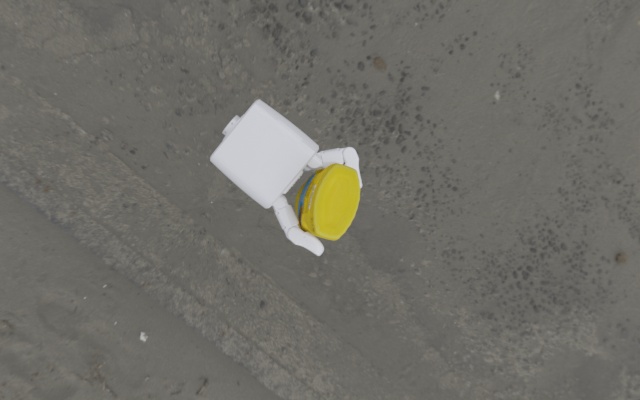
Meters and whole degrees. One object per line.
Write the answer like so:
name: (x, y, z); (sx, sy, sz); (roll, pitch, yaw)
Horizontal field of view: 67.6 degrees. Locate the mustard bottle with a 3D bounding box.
mustard bottle: (0.000, 0.002, 0.682); (0.058, 0.096, 0.191); (15, -4, -12)
